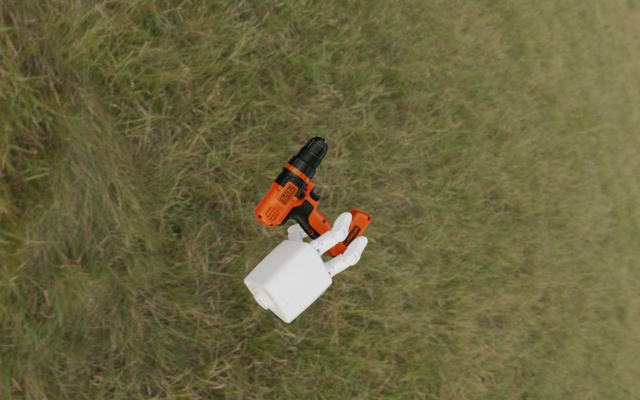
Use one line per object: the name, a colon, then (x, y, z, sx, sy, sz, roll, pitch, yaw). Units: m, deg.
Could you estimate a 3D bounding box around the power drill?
power drill: (0.000, 0.003, 0.865, 0.188, 0.184, 0.057, 38, -2, -20)
